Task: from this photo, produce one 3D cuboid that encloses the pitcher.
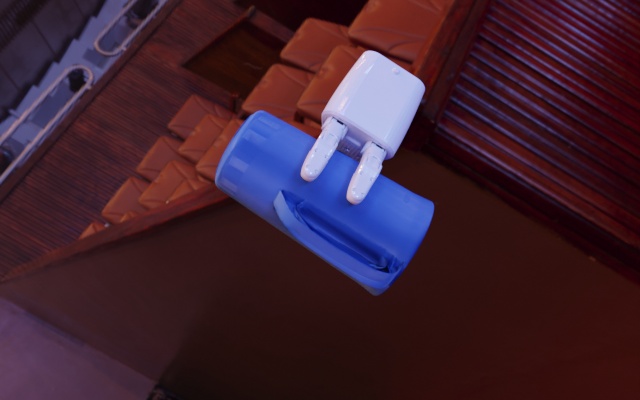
[{"bbox_3d":[0.000,0.002,0.564,0.243,0.145,0.149,31,-19,-2],"label":"pitcher"}]
